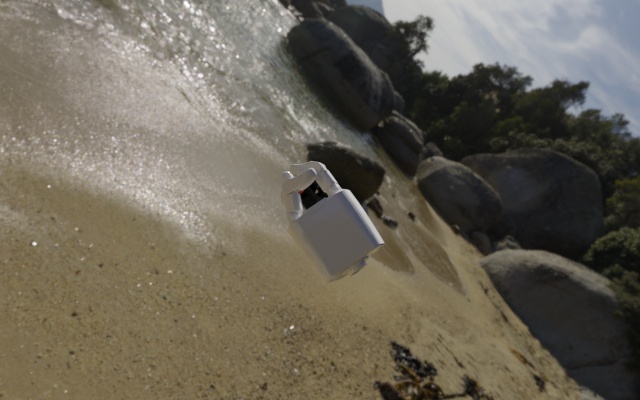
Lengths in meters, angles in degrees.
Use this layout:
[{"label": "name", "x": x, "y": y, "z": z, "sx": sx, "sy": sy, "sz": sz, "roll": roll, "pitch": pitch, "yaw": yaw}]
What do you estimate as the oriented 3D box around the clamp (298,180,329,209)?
[{"label": "clamp", "x": 0.000, "y": 0.002, "z": 0.839, "sx": 0.039, "sy": 0.120, "sz": 0.171, "roll": -39, "pitch": -15, "yaw": 15}]
